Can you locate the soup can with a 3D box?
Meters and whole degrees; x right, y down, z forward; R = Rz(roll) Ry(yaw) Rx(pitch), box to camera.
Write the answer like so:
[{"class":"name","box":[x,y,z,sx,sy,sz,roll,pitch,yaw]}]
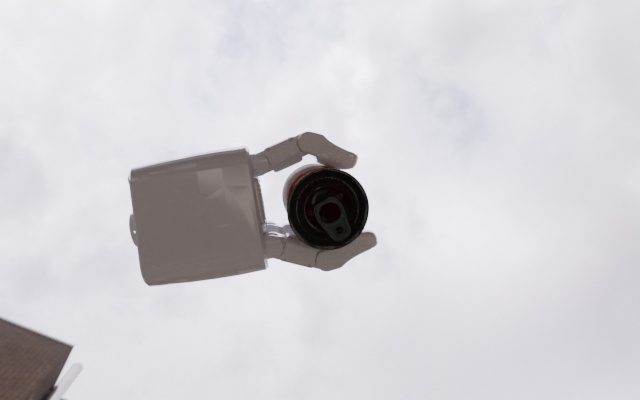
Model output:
[{"class":"soup can","box":[0.000,0.001,0.438,0.068,0.068,0.102,0,7,-7]}]
